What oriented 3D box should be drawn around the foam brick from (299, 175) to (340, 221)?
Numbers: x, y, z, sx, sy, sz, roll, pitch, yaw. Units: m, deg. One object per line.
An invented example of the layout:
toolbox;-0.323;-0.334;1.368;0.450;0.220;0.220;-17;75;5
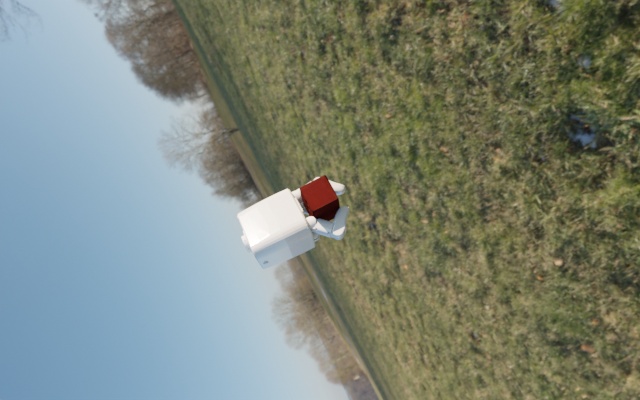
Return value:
foam brick;0.000;0.003;0.839;0.051;0.053;0.078;-26;-24;-7
